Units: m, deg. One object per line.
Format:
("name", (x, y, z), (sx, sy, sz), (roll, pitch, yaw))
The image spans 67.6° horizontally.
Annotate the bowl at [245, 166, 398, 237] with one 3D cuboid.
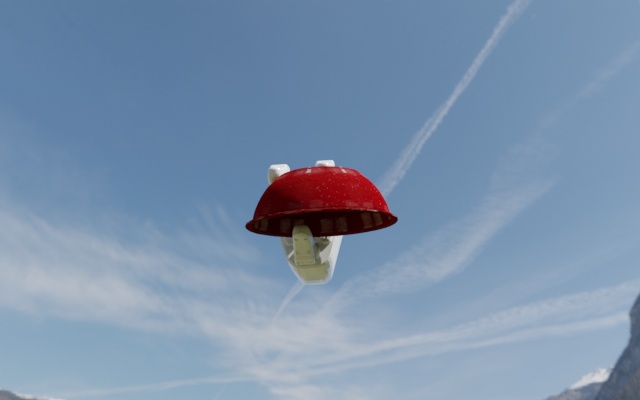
("bowl", (0.000, 0.001, 0.513), (0.162, 0.055, 0.162), (-3, -12, -1))
